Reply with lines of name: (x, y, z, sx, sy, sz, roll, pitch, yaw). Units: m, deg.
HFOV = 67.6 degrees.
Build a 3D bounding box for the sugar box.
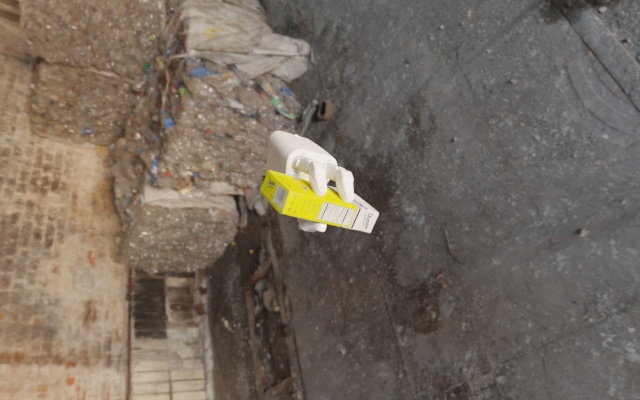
sugar box: (0.000, 0.002, 0.780, 0.176, 0.048, 0.093, 11, 19, -33)
